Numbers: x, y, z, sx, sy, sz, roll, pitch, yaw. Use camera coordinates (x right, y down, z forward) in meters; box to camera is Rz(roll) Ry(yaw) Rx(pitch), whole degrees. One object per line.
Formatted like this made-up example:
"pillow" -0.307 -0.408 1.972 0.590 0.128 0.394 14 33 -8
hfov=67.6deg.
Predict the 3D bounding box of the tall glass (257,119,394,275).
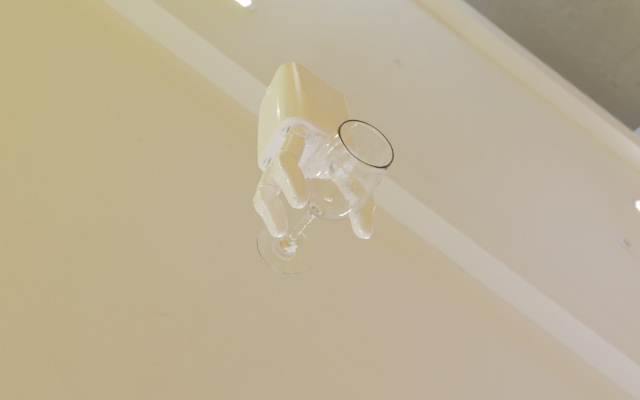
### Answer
"tall glass" 0.000 0.002 0.526 0.079 0.079 0.201 0 -35 -33
